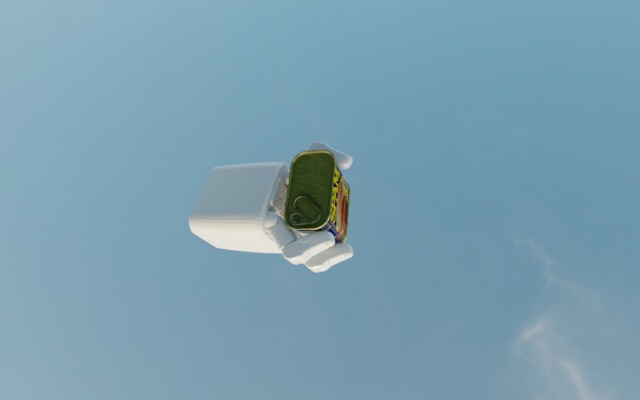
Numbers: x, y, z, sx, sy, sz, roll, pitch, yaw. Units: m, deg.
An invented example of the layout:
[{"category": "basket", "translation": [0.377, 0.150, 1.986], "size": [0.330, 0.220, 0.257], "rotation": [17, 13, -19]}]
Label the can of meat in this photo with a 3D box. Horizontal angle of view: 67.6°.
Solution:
[{"category": "can of meat", "translation": [0.000, 0.002, 0.593], "size": [0.057, 0.102, 0.084], "rotation": [-2, -24, 19]}]
